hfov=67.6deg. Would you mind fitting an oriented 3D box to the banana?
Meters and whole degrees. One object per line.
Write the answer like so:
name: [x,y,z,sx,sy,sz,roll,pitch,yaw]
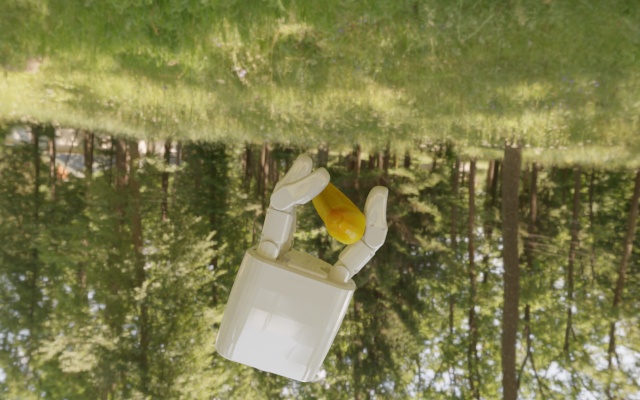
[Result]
banana: [0.014,0.011,0.493,0.070,0.037,0.197,36,5,-18]
